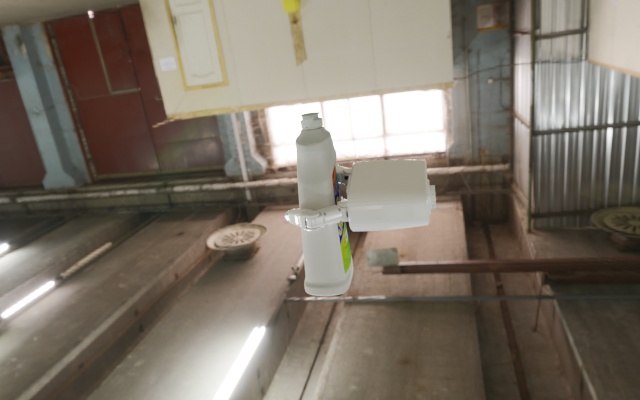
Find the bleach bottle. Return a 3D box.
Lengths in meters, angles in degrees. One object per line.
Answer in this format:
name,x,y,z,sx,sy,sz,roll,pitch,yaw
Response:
bleach bottle,0.000,0.002,0.684,0.068,0.251,0.102,-3,19,13
